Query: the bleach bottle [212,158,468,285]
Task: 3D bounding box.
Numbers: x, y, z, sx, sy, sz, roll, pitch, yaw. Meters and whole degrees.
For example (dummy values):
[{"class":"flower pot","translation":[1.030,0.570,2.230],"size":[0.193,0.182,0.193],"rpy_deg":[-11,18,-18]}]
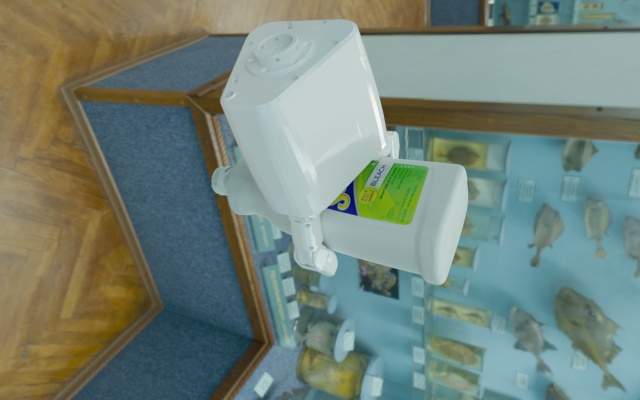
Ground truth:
[{"class":"bleach bottle","translation":[0.000,0.001,0.446],"size":[0.251,0.102,0.068],"rpy_deg":[9,-38,27]}]
